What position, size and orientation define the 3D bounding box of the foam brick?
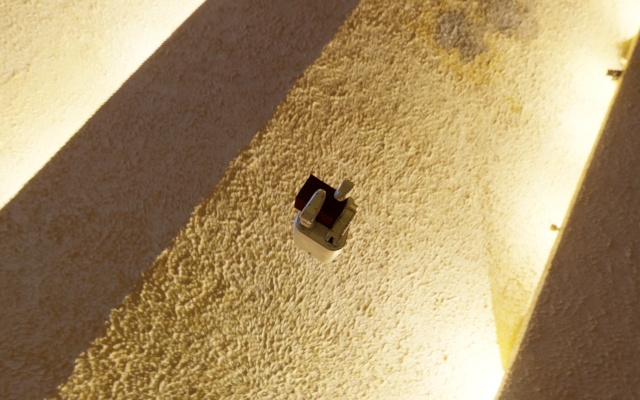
[{"bbox_3d":[0.000,0.002,0.825,0.078,0.053,0.051,33,-22,5],"label":"foam brick"}]
